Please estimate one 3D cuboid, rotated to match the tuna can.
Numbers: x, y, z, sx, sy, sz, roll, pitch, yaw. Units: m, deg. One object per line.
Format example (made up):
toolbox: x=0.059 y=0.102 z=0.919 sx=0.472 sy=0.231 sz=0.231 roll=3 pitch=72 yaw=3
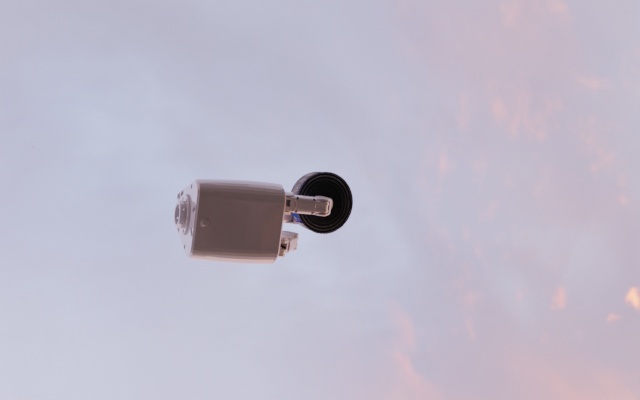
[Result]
tuna can: x=0.000 y=0.002 z=0.669 sx=0.086 sy=0.086 sz=0.034 roll=0 pitch=5 yaw=-25
